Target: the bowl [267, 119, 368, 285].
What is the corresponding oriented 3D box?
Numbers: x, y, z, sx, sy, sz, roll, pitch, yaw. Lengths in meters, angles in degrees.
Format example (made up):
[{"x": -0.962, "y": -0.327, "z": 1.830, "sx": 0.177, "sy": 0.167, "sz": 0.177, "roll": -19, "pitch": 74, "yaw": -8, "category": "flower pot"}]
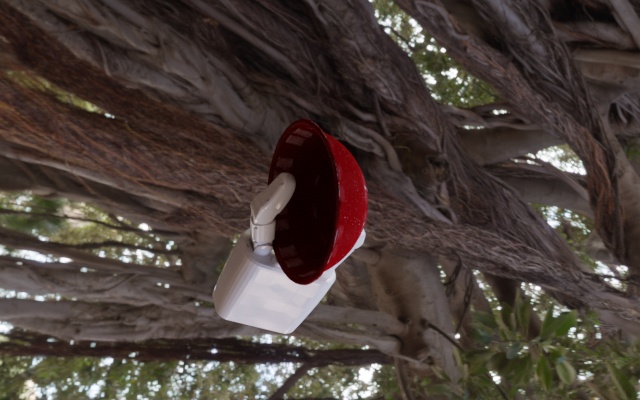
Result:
[{"x": 0.001, "y": 0.001, "z": 0.478, "sx": 0.055, "sy": 0.162, "sz": 0.162, "roll": 0, "pitch": 0, "yaw": -28, "category": "bowl"}]
